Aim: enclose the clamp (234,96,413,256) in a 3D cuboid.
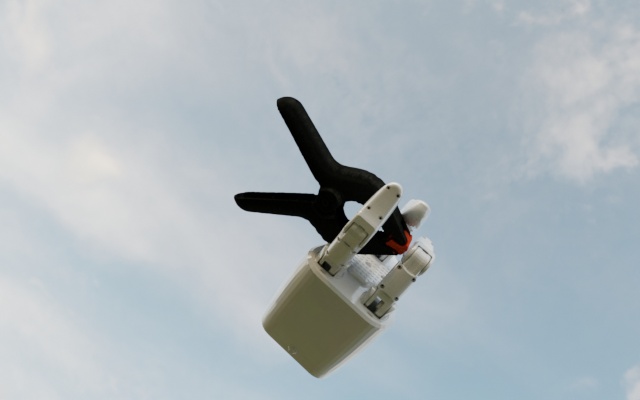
[{"bbox_3d":[0.000,0.001,0.437,0.171,0.120,0.039,42,33,6],"label":"clamp"}]
